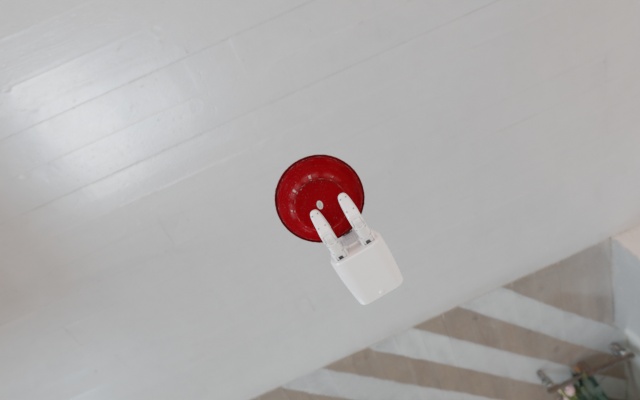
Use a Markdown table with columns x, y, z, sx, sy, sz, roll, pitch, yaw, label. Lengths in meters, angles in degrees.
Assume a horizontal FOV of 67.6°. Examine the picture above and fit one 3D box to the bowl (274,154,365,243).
| x | y | z | sx | sy | sz | roll | pitch | yaw | label |
| --- | --- | --- | --- | --- | --- | --- | --- | --- | --- |
| -0.001 | 0.002 | 0.829 | 0.162 | 0.162 | 0.055 | 0 | 11 | -3 | bowl |
